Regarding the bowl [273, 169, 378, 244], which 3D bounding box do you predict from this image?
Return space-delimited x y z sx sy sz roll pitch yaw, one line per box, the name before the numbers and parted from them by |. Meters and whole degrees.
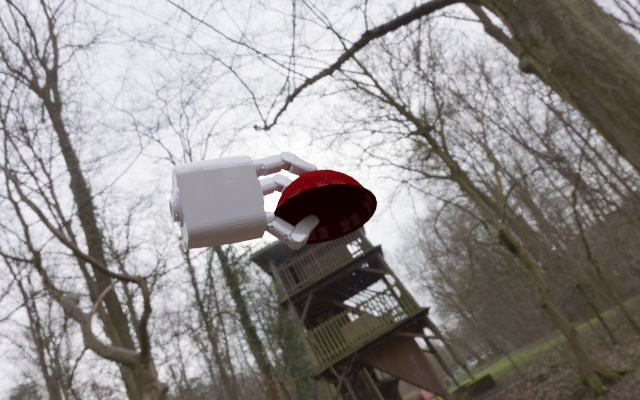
bowl | 0.001 0.002 0.709 0.162 0.055 0.162 -10 -32 -6
